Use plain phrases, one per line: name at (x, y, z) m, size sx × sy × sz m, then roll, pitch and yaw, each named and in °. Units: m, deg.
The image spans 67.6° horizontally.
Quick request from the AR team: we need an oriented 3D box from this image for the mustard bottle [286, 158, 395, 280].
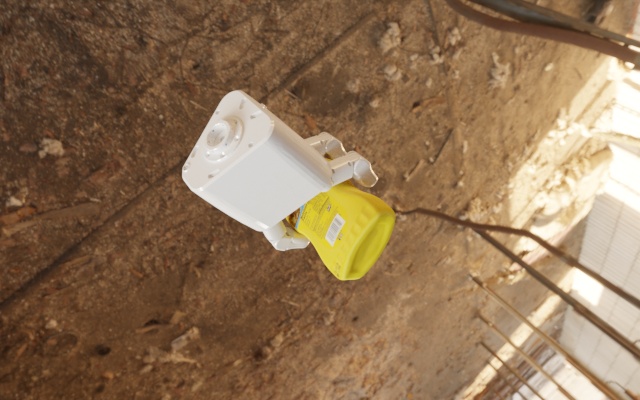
mustard bottle at (0.000, 0.002, 0.576) m, size 0.058 × 0.096 × 0.191 m, roll 4°, pitch 29°, yaw -43°
